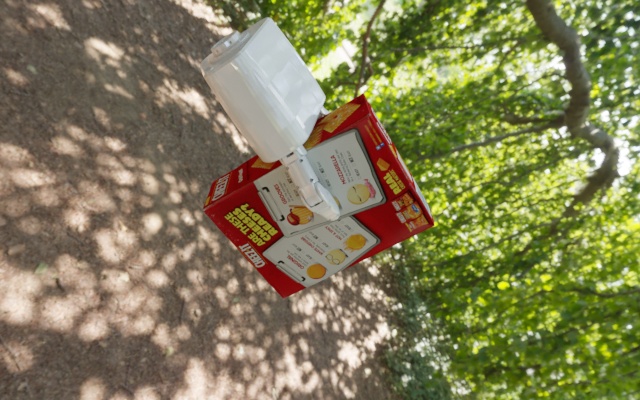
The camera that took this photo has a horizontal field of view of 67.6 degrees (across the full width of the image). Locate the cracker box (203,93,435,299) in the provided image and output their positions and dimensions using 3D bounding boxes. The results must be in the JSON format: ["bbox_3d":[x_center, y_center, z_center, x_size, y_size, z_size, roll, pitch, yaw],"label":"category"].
[{"bbox_3d":[0.000,0.002,0.564,0.214,0.164,0.072,-28,29,15],"label":"cracker box"}]
